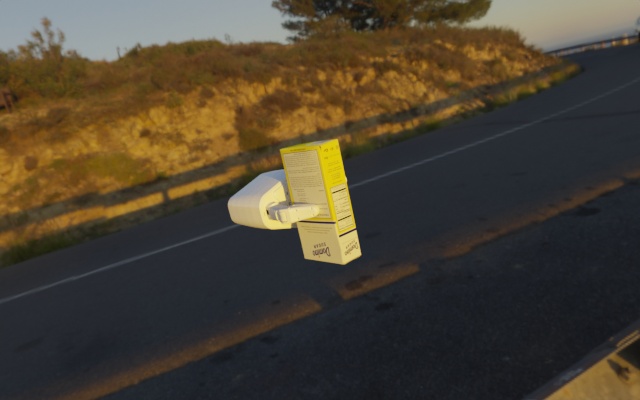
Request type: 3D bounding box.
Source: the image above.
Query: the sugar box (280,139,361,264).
[{"bbox_3d":[0.000,0.002,0.709,0.048,0.176,0.093,-24,16,-38],"label":"sugar box"}]
